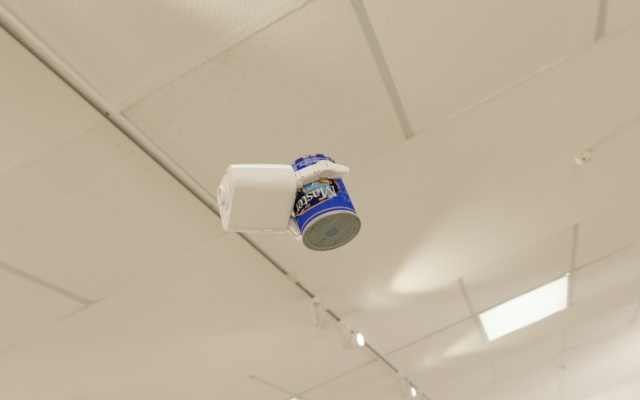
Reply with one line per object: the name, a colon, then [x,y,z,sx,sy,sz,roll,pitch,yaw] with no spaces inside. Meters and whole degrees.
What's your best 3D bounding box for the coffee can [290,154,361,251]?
coffee can: [0.000,0.003,0.836,0.103,0.140,0.103,-13,-38,-10]
